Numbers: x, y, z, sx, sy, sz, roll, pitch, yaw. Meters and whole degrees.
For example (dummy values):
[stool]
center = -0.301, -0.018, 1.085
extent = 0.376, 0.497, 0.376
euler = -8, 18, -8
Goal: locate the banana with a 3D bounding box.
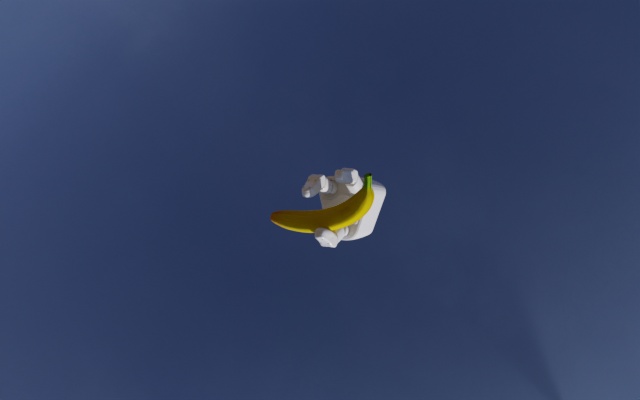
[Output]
[banana]
center = 0.011, 0.018, 0.770
extent = 0.198, 0.069, 0.037
euler = -23, 11, 26
